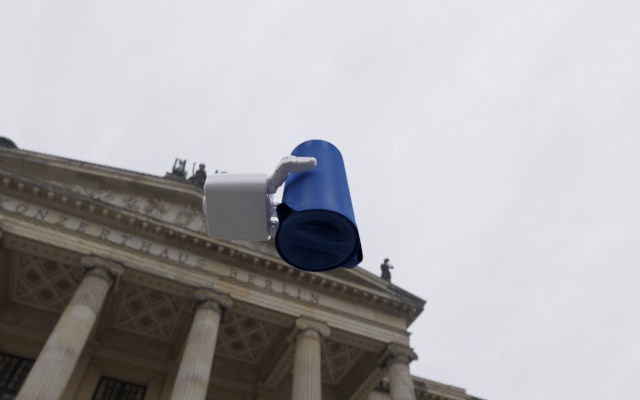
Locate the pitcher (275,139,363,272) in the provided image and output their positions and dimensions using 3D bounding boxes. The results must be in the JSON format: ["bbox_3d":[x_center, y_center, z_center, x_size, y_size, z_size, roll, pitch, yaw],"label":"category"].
[{"bbox_3d":[0.000,0.003,0.837,0.145,0.149,0.242,0,37,0],"label":"pitcher"}]
